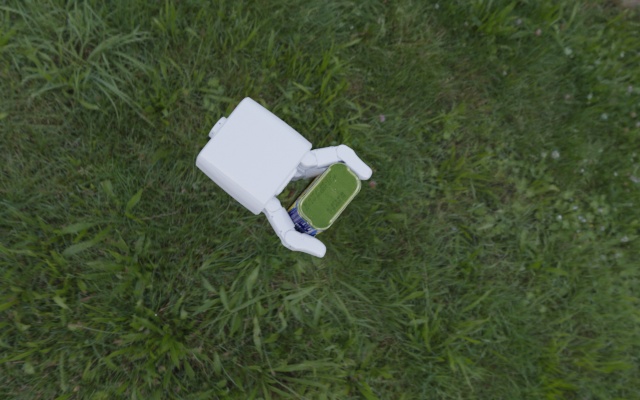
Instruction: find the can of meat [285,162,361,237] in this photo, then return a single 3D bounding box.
[{"bbox_3d":[0.000,0.002,0.647,0.057,0.102,0.084,42,-22,-4],"label":"can of meat"}]
